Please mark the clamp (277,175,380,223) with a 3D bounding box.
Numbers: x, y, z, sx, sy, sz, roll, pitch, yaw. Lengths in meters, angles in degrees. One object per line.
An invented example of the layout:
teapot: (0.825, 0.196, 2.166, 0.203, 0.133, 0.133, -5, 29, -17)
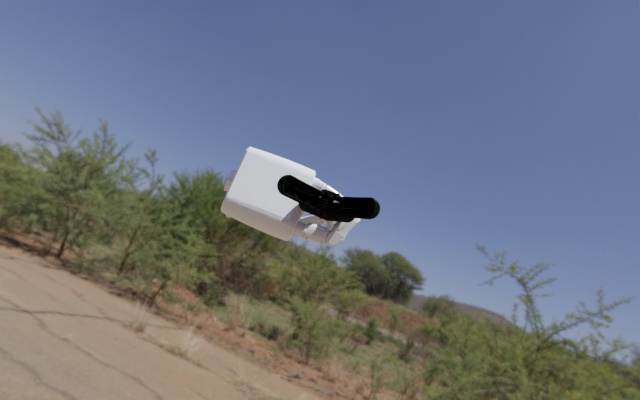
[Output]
clamp: (0.000, 0.001, 0.612, 0.120, 0.039, 0.171, 23, -10, -5)
